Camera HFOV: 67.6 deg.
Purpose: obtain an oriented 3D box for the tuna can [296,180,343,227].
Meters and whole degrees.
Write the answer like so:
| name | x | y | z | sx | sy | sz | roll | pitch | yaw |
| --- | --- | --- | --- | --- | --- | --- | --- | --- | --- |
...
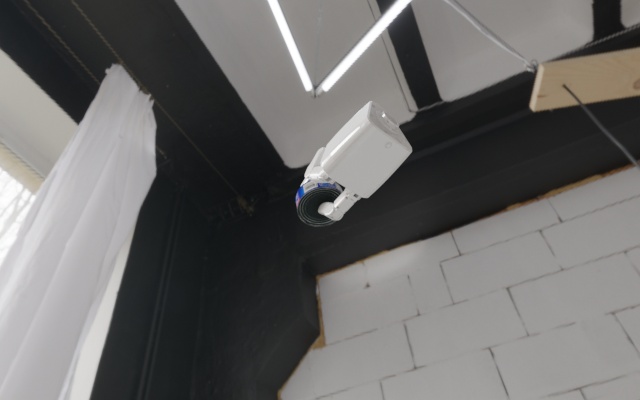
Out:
| name | x | y | z | sx | sy | sz | roll | pitch | yaw |
| --- | --- | --- | --- | --- | --- | --- | --- | --- | --- |
| tuna can | 0.000 | 0.002 | 0.829 | 0.086 | 0.086 | 0.033 | 0 | 38 | -11 |
